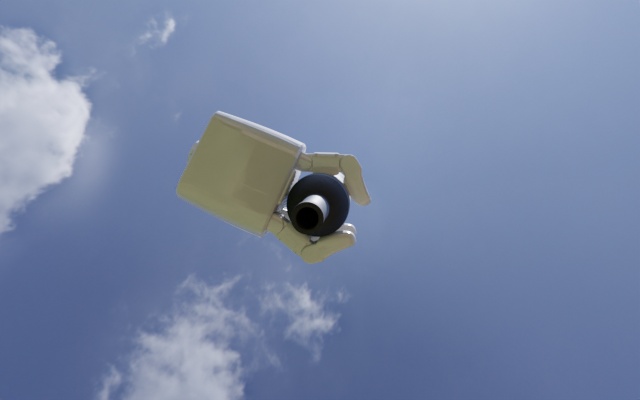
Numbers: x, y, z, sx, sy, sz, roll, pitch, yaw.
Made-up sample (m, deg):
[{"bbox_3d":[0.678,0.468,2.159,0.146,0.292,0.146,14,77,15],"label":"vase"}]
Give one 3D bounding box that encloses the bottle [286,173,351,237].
[{"bbox_3d":[0.000,0.002,0.537,0.069,0.069,0.295,0,5,4],"label":"bottle"}]
